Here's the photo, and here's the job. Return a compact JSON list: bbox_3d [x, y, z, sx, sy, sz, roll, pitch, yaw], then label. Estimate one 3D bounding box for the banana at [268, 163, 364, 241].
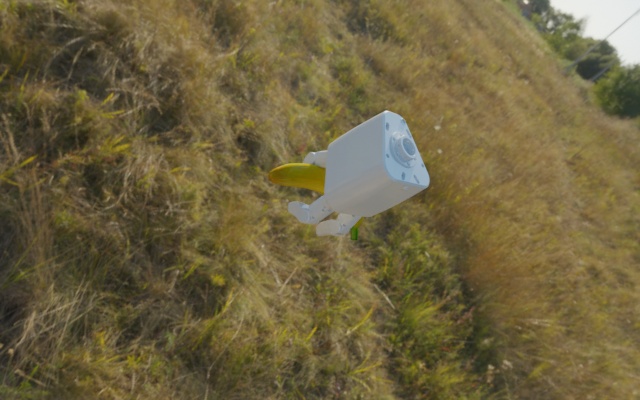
[{"bbox_3d":[0.009,-0.012,0.724,0.198,0.069,0.037,36,-26,-32],"label":"banana"}]
